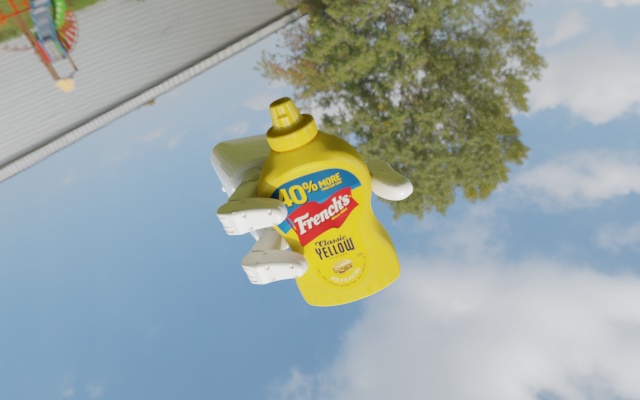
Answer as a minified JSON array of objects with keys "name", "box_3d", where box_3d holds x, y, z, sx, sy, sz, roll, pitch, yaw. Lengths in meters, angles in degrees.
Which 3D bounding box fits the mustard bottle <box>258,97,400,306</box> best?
[{"name":"mustard bottle","box_3d":[0.000,0.002,0.414,0.096,0.192,0.058,-18,28,8]}]
